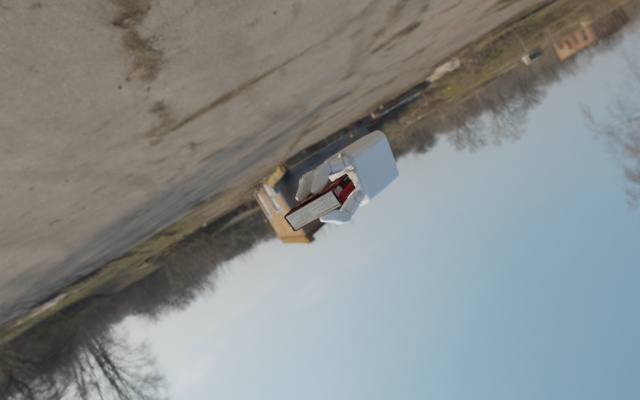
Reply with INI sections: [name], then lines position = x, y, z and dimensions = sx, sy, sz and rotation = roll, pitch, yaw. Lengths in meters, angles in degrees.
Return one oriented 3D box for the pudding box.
[pudding box]
position = 0.000, 0.003, 0.857
dimensions = 0.113, 0.039, 0.090
rotation = -32, 6, 28
